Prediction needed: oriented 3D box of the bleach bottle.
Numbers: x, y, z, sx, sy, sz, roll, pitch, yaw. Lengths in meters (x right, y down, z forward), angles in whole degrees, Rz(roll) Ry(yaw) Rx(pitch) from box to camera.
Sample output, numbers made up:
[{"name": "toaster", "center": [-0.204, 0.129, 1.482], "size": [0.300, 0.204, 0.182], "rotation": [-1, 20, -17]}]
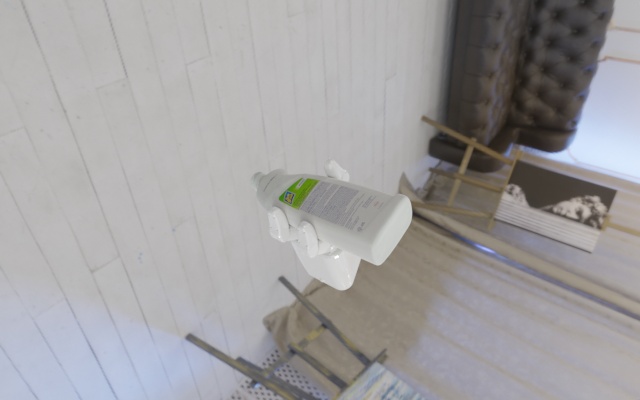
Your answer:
[{"name": "bleach bottle", "center": [0.000, 0.002, 0.703], "size": [0.250, 0.102, 0.068], "rotation": [23, -29, 32]}]
